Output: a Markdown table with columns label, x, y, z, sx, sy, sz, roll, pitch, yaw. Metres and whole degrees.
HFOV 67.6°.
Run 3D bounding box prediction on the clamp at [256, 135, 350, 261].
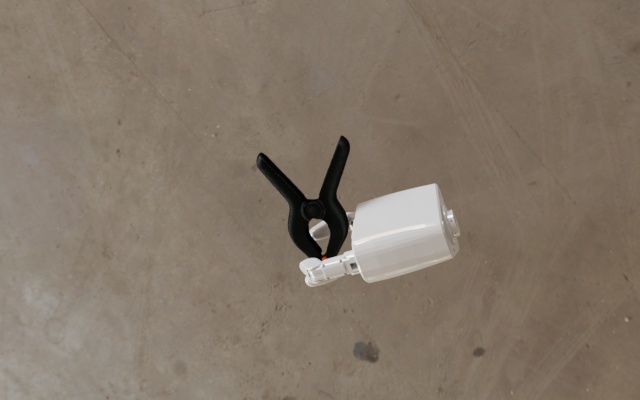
| label | x | y | z | sx | sy | sz | roll | pitch | yaw |
| --- | --- | --- | --- | --- | --- | --- | --- | --- | --- |
| clamp | 0.000 | 0.002 | 0.608 | 0.120 | 0.171 | 0.039 | -18 | 10 | 19 |
